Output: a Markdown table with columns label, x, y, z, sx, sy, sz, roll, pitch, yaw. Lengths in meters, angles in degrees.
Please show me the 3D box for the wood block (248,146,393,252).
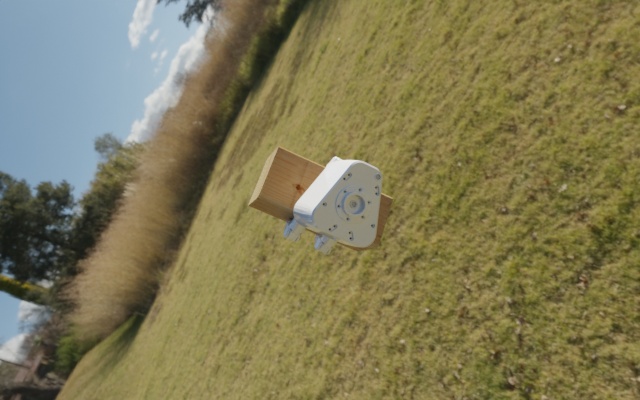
| label | x | y | z | sx | sy | sz | roll | pitch | yaw |
| --- | --- | --- | --- | --- | --- | --- | --- | --- | --- |
| wood block | 0.000 | 0.002 | 0.782 | 0.206 | 0.090 | 0.090 | 24 | -16 | -14 |
